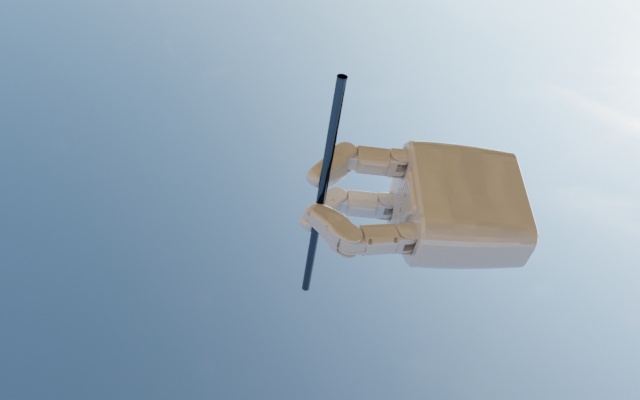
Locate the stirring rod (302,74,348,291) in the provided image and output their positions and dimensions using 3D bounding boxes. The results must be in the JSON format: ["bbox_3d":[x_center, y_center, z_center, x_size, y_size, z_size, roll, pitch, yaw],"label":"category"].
[{"bbox_3d":[0.000,0.001,0.418,0.011,0.240,0.011,6,41,-5],"label":"stirring rod"}]
